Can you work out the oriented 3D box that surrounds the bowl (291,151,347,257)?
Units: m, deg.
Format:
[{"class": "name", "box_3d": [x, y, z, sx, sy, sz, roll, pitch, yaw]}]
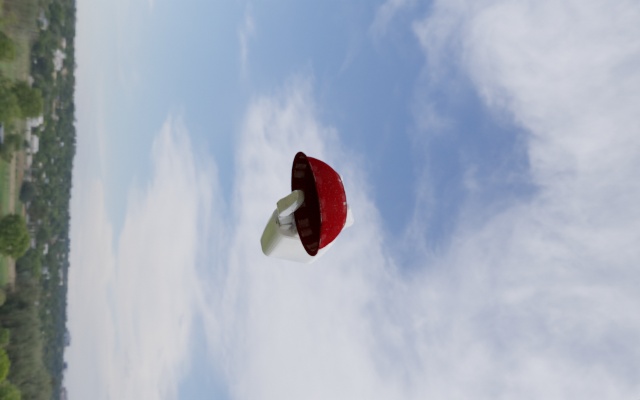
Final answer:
[{"class": "bowl", "box_3d": [0.001, 0.002, 0.734, 0.055, 0.162, 0.162, -7, 2, -16]}]
